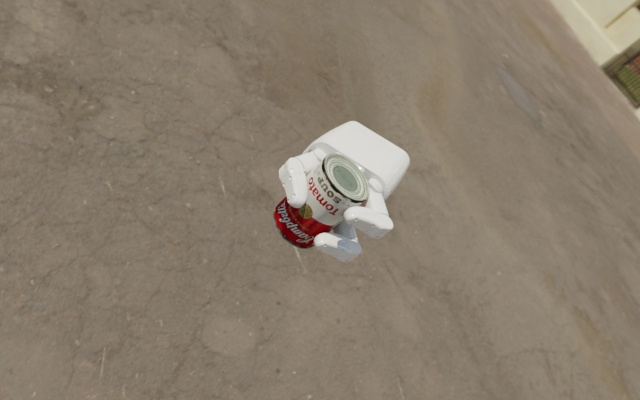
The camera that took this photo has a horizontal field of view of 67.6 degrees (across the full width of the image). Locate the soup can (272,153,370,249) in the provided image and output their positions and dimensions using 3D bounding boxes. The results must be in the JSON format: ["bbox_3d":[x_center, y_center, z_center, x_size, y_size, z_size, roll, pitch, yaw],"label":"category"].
[{"bbox_3d":[0.000,0.002,0.554,0.068,0.068,0.102,0,-34,-46],"label":"soup can"}]
